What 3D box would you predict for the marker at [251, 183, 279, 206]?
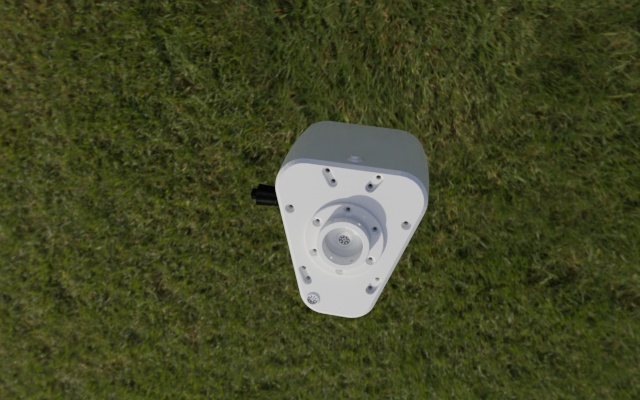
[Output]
[{"bbox_3d":[0.000,0.001,0.408,0.121,0.020,0.020,7,1,6],"label":"marker"}]
